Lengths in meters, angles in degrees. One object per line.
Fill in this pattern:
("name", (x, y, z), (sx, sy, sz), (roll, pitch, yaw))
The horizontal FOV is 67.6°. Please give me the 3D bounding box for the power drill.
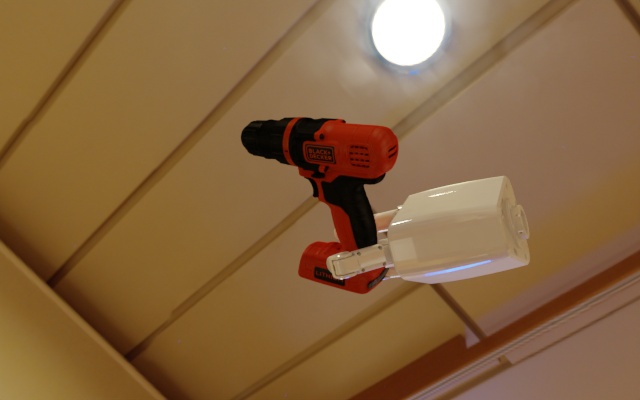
("power drill", (0.000, 0.002, 0.518), (0.184, 0.188, 0.057), (11, 33, 35))
